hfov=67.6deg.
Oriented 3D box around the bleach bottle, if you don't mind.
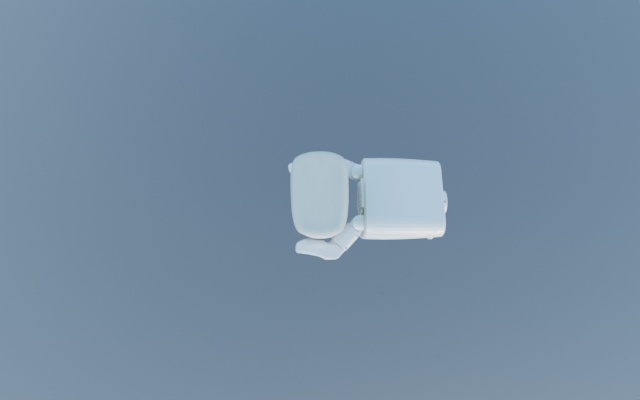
[{"bbox_3d":[0.000,0.002,0.670,0.068,0.102,0.251,0,-4,1],"label":"bleach bottle"}]
